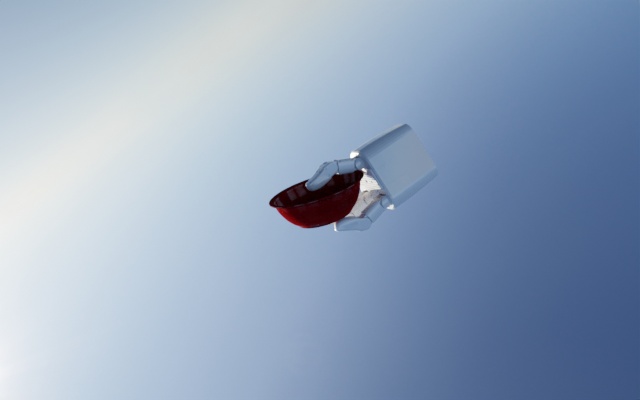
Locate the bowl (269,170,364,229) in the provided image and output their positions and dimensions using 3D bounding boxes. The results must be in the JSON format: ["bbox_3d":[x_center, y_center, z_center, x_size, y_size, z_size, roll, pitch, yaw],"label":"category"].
[{"bbox_3d":[-0.001,0.003,0.782,0.162,0.055,0.162,-16,15,4],"label":"bowl"}]
